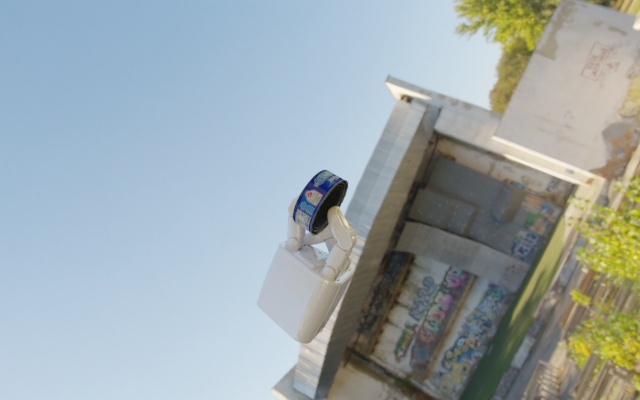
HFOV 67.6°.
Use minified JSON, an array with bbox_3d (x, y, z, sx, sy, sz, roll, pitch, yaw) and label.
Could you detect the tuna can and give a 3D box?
[{"bbox_3d":[0.000,0.002,0.643,0.033,0.086,0.086,32,10,17],"label":"tuna can"}]
